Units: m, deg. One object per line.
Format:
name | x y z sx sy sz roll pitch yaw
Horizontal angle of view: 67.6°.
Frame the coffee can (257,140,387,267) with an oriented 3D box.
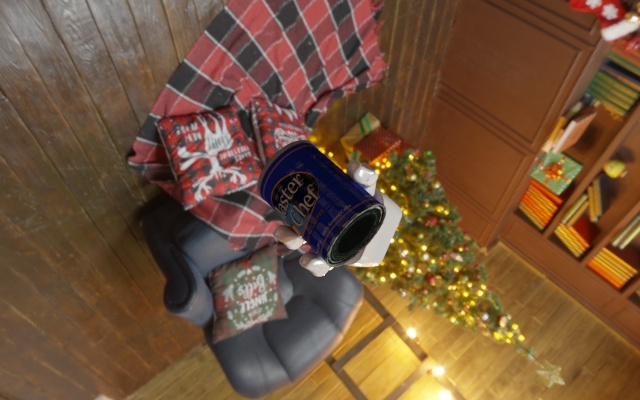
coffee can | 0.000 0.002 0.621 0.140 0.103 0.103 43 22 26
